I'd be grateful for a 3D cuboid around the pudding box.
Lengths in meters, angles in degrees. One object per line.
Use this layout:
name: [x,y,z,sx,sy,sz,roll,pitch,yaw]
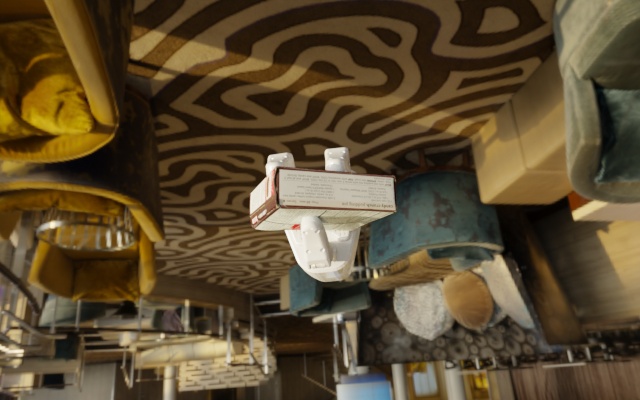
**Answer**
pudding box: [0.000,0.002,0.436,0.113,0.039,0.090,1,-15,-22]
